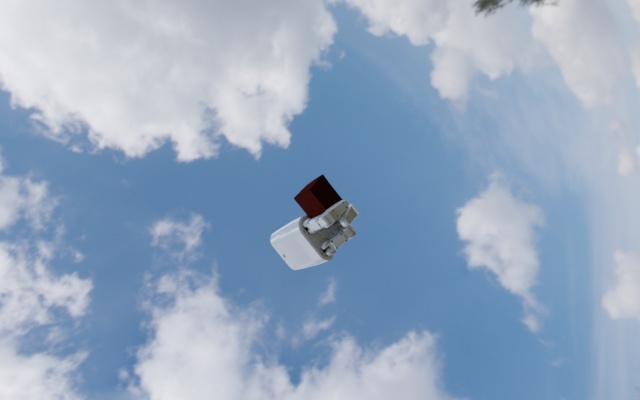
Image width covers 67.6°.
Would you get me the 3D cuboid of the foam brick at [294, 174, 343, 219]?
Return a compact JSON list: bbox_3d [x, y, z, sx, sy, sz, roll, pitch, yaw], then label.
[{"bbox_3d":[0.000,0.003,0.886,0.051,0.078,0.053,-27,16,46],"label":"foam brick"}]
